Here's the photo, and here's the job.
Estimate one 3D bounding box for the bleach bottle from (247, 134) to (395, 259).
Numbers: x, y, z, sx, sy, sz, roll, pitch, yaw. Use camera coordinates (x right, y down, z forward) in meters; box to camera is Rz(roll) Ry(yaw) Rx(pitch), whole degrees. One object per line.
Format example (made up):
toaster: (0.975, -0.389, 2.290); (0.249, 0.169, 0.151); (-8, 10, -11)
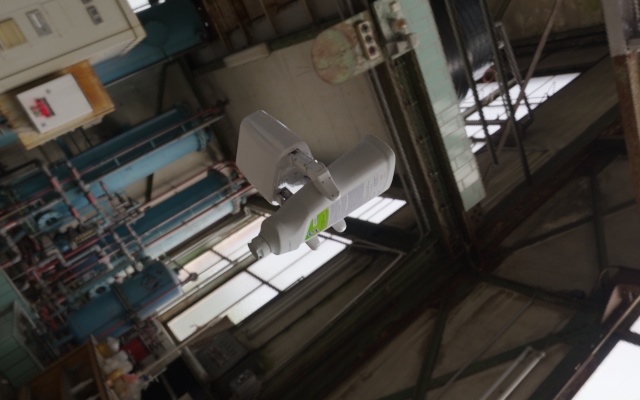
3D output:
bleach bottle: (0.000, 0.002, 0.716); (0.250, 0.103, 0.068); (-34, 58, -24)
